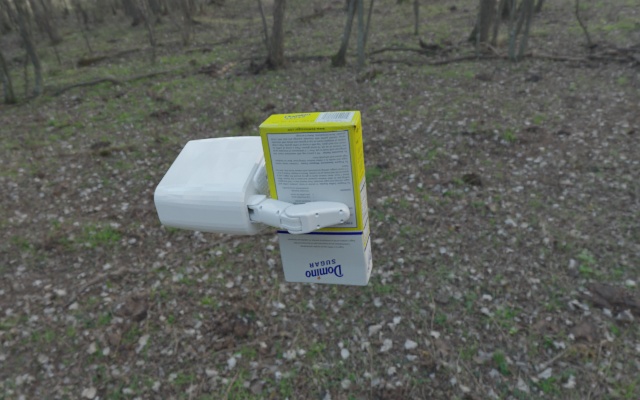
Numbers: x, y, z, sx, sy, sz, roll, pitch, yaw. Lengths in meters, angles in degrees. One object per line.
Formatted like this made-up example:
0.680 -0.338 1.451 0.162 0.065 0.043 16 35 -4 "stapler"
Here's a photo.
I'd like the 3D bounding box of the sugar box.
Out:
0.000 0.001 0.486 0.093 0.176 0.048 1 28 15 "sugar box"
